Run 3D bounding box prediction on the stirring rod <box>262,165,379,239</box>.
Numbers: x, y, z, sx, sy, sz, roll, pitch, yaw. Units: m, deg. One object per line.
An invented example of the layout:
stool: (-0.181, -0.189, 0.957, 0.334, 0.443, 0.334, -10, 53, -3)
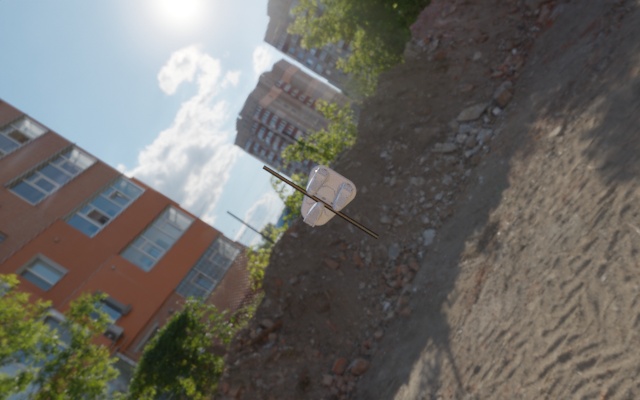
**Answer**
stirring rod: (0.000, 0.003, 0.855, 0.239, 0.011, 0.011, 32, 0, 0)
